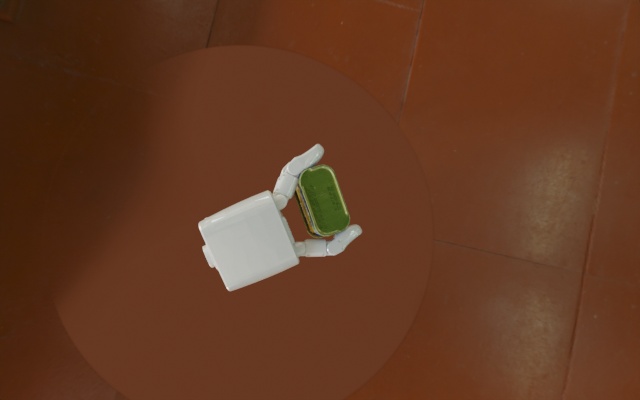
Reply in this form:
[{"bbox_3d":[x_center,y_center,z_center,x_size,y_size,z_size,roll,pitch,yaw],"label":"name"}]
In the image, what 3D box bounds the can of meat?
[{"bbox_3d":[0.000,0.002,0.683,0.057,0.102,0.084,-20,-1,-8],"label":"can of meat"}]
